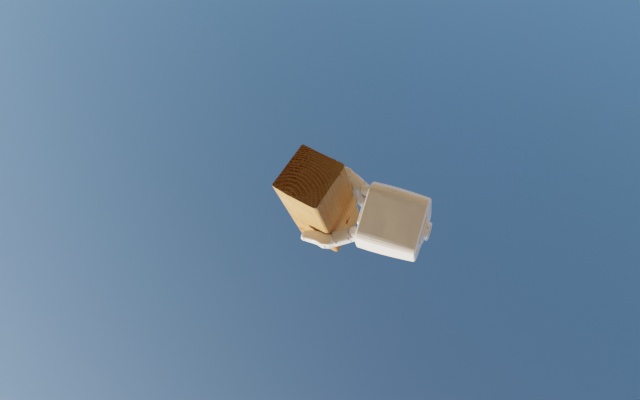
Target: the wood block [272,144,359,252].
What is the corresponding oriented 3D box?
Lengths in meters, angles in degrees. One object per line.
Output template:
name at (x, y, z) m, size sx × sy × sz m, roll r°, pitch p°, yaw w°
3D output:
wood block at (0.000, 0.003, 0.850) m, size 0.090 × 0.091 × 0.206 m, roll 28°, pitch -17°, yaw 23°
